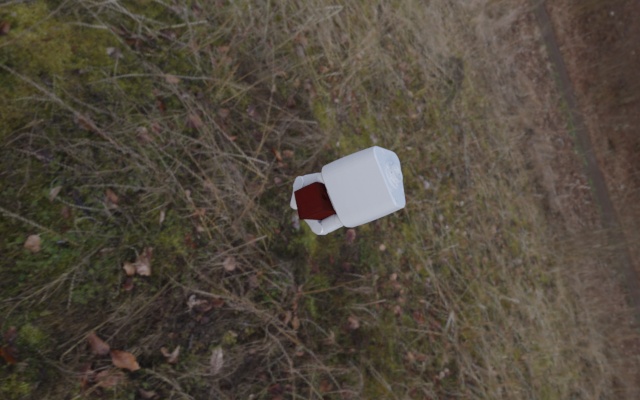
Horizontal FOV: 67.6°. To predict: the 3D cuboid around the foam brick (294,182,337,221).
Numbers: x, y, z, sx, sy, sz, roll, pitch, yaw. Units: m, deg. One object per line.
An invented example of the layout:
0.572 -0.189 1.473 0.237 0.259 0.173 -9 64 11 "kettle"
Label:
0.000 0.003 0.832 0.051 0.053 0.078 -23 -16 31 "foam brick"
